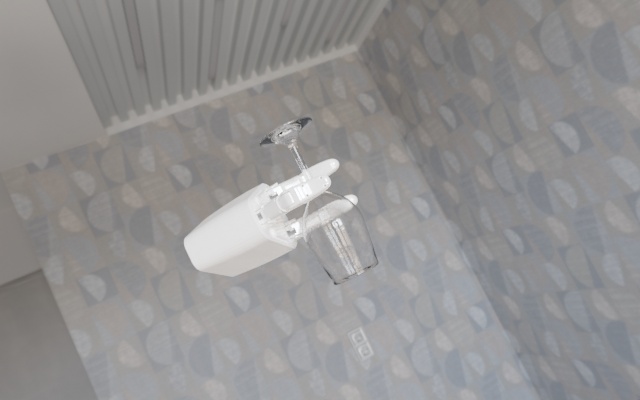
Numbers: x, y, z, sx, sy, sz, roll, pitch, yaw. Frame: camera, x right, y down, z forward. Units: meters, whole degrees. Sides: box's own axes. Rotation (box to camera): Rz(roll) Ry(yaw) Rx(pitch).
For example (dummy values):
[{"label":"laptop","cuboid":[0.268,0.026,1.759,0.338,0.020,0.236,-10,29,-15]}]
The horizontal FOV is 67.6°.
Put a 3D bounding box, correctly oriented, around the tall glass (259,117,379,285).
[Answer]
[{"label":"tall glass","cuboid":[0.000,0.001,0.596,0.079,0.201,0.079,-27,-6,-3]}]
